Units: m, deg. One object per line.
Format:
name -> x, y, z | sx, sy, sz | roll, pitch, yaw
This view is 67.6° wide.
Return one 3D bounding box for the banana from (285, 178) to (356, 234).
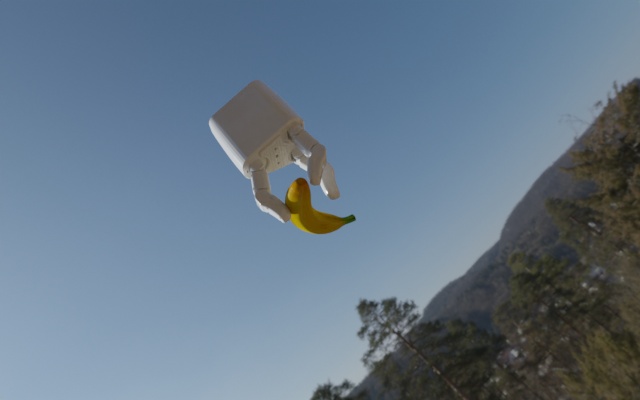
banana -> -0.012, 0.015, 0.703 | 0.069, 0.037, 0.198 | -41, -27, 8
